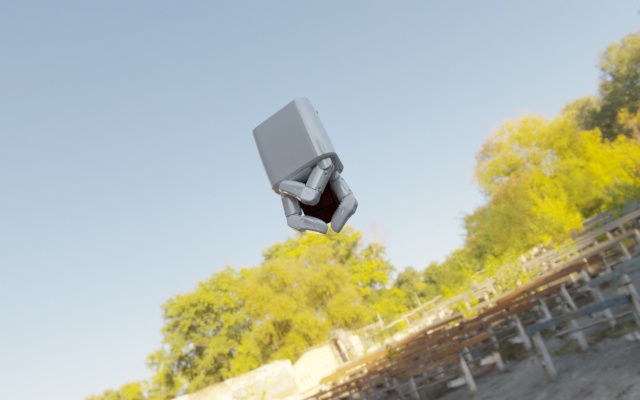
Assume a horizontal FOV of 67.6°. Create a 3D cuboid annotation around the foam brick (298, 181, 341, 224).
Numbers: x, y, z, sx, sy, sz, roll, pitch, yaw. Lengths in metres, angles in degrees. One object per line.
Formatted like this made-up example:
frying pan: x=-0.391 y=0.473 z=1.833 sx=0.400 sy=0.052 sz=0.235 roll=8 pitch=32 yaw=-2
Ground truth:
foam brick: x=0.000 y=0.003 z=0.734 sx=0.053 sy=0.051 sz=0.078 roll=-26 pitch=-20 yaw=5
